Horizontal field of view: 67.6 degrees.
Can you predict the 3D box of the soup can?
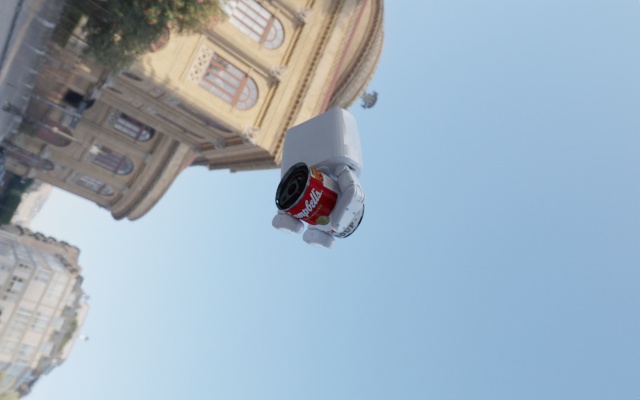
[{"bbox_3d":[0.000,0.003,0.633,0.102,0.068,0.068,29,-17,-32],"label":"soup can"}]
